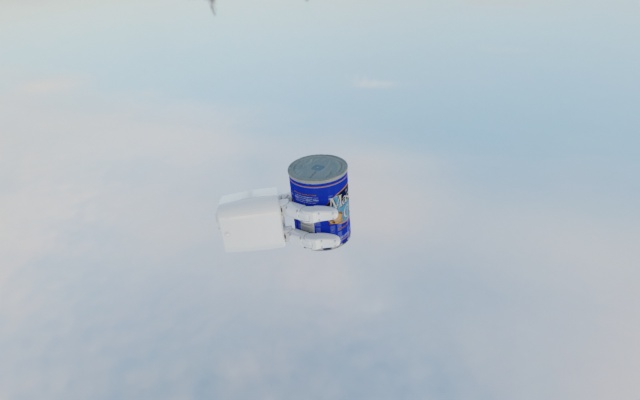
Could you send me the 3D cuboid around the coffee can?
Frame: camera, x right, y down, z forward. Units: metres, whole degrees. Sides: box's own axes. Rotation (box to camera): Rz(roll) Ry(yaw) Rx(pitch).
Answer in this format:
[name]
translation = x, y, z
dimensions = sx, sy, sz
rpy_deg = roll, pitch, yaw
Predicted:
[coffee can]
translation = 0.000, 0.003, 0.844
dimensions = 0.103, 0.140, 0.102
rpy_deg = -4, 30, 2
